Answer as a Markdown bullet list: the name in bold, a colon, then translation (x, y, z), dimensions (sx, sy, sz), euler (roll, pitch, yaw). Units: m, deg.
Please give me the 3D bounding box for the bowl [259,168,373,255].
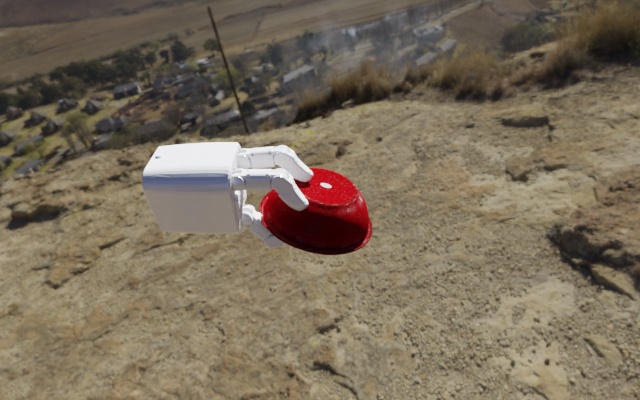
- **bowl**: translation (0.001, 0.002, 0.651), dimensions (0.162, 0.055, 0.162), euler (11, 32, -7)
